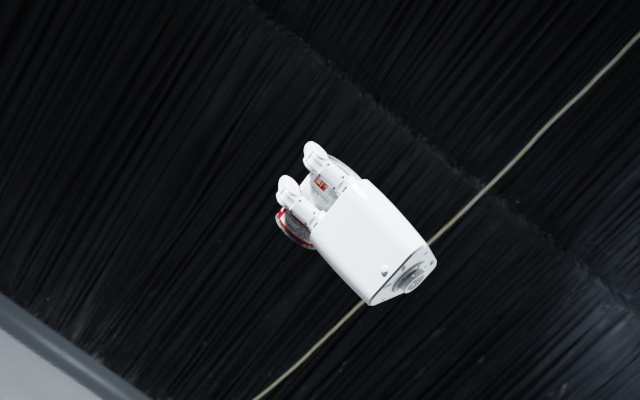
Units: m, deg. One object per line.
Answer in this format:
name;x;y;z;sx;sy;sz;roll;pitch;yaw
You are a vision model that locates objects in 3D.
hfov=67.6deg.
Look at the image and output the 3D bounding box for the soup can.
soup can;0.000;0.001;0.602;0.068;0.102;0.068;35;17;-12
